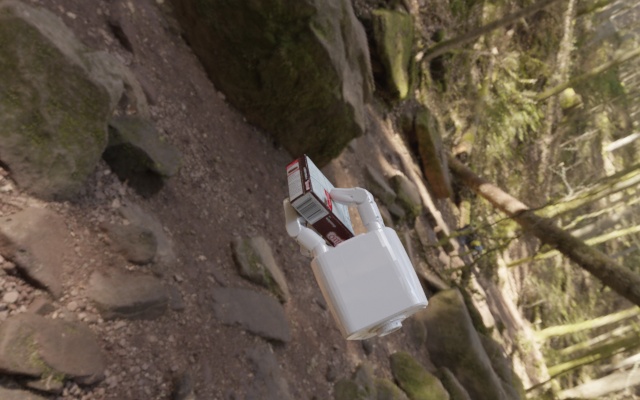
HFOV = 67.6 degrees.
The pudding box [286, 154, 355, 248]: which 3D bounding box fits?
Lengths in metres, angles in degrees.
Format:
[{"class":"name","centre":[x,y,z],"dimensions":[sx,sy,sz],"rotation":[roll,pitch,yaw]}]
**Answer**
[{"class":"pudding box","centre":[0.000,0.002,0.673],"dimensions":[0.039,0.090,0.113],"rotation":[-31,-53,14]}]
